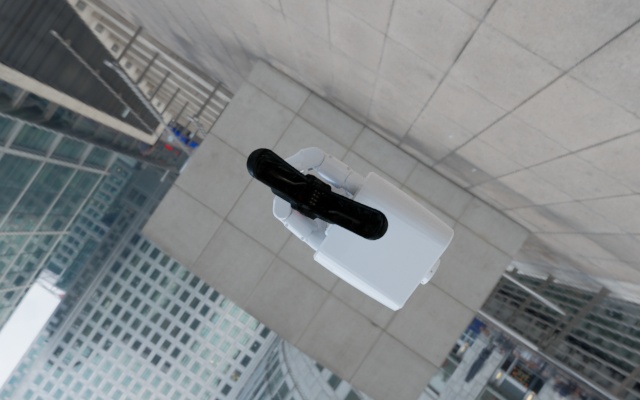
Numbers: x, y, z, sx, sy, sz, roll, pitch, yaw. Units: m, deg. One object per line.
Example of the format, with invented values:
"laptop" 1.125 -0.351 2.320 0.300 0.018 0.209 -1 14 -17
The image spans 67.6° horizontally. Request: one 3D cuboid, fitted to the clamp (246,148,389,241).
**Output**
"clamp" 0.000 0.002 0.434 0.120 0.039 0.171 34 -1 4
